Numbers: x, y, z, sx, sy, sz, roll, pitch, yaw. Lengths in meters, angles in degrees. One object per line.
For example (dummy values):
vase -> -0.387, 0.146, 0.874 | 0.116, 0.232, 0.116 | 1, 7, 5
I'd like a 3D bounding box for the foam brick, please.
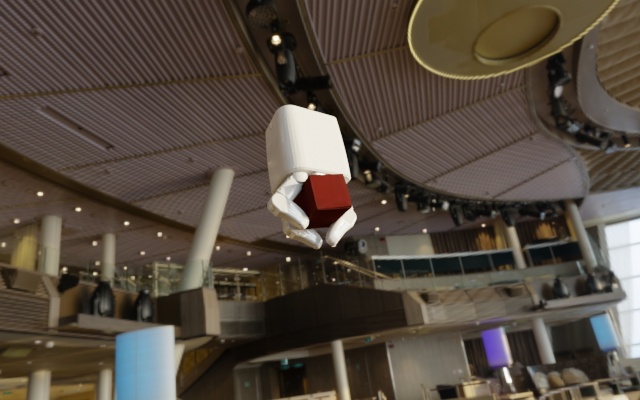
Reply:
foam brick -> 0.000, 0.002, 0.657 | 0.053, 0.051, 0.078 | -3, -22, -24
